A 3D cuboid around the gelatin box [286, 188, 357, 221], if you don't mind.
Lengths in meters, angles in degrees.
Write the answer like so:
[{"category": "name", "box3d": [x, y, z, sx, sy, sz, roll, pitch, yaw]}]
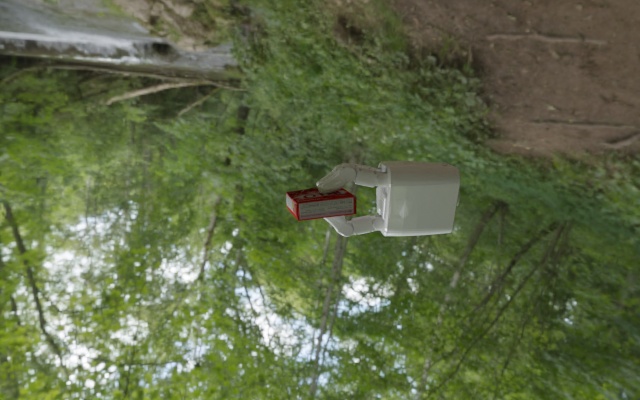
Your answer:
[{"category": "gelatin box", "box3d": [0.000, 0.003, 0.700, 0.089, 0.030, 0.073, -7, 15, -14]}]
